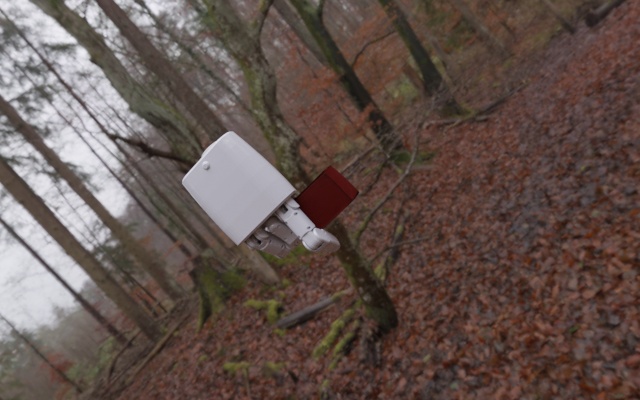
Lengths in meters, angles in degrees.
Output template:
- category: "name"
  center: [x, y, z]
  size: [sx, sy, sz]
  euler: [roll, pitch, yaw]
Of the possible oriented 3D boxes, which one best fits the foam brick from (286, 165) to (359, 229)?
- category: "foam brick"
  center: [0.000, 0.002, 0.591]
  size: [0.078, 0.051, 0.053]
  euler: [-44, 0, 17]
